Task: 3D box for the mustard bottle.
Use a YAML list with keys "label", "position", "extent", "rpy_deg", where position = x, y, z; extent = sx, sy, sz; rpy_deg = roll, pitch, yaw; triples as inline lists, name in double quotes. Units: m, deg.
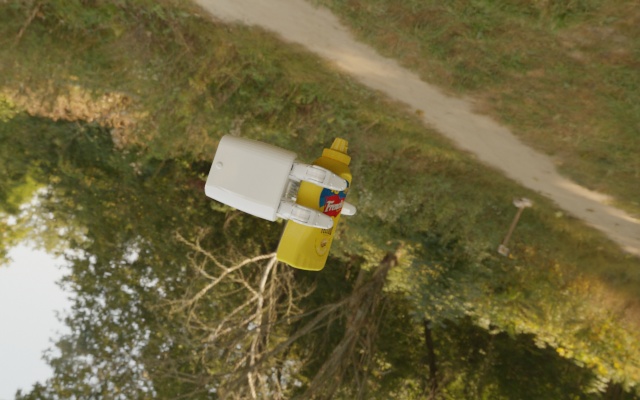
- label: "mustard bottle"
  position: [0.000, 0.003, 0.689]
  extent: [0.058, 0.191, 0.096]
  rpy_deg: [19, 0, 30]
